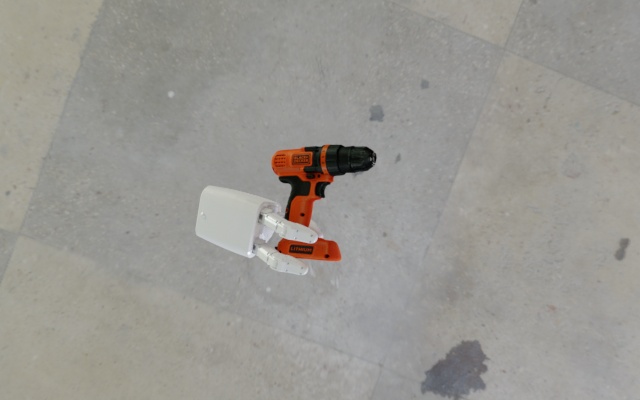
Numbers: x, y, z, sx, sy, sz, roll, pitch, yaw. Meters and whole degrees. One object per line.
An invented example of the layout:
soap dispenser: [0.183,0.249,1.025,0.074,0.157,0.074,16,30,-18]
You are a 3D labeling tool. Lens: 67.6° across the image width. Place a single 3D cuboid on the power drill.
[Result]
power drill: [0.000,0.003,0.772,0.184,0.187,0.057,0,-9,29]
